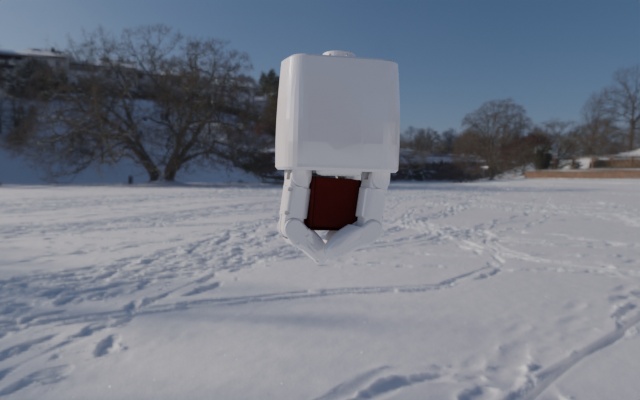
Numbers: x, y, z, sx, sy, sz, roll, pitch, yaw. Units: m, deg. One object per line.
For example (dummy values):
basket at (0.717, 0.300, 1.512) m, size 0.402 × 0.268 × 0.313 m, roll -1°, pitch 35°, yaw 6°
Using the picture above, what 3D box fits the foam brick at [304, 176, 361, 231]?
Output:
foam brick at (0.000, 0.002, 0.492) m, size 0.053 × 0.051 × 0.078 m, roll 2°, pitch 2°, yaw -26°
